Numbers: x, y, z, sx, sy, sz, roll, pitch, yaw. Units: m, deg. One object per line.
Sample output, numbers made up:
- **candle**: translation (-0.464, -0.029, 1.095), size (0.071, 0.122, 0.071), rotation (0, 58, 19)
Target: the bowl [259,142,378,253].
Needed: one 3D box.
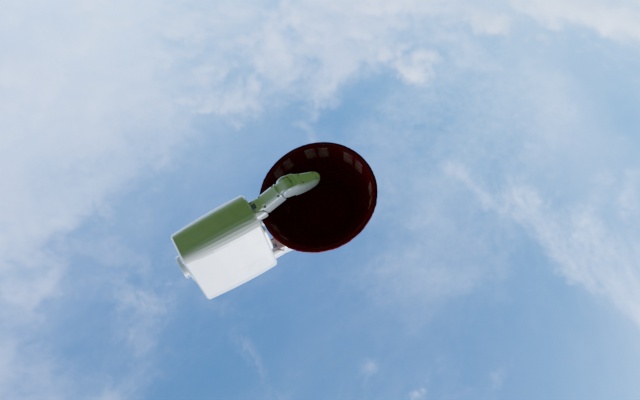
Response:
- **bowl**: translation (0.001, 0.002, 0.657), size (0.162, 0.162, 0.055), rotation (0, -23, 13)
